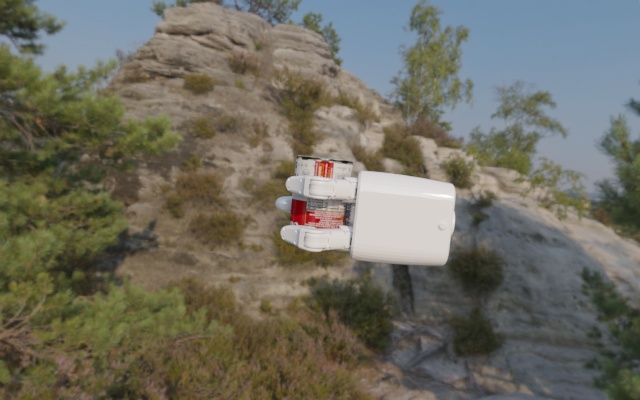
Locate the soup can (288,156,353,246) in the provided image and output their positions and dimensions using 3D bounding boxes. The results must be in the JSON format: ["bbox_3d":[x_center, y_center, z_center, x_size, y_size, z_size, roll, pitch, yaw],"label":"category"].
[{"bbox_3d":[0.000,0.001,0.557,0.068,0.102,0.068,6,4,0],"label":"soup can"}]
